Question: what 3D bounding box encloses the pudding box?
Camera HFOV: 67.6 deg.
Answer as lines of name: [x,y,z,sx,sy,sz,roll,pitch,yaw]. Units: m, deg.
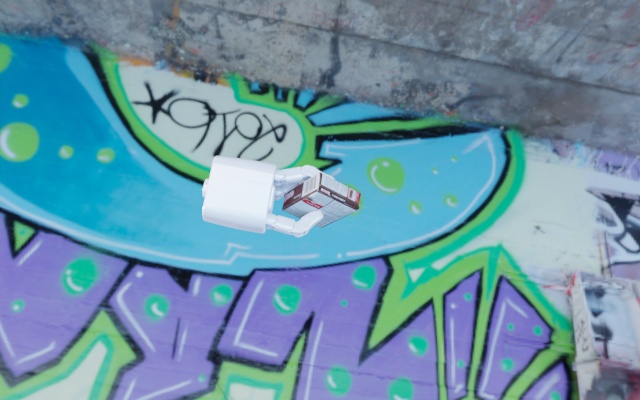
pudding box: [0.000,0.003,0.825,0.090,0.039,0.113,25,-31,-28]
